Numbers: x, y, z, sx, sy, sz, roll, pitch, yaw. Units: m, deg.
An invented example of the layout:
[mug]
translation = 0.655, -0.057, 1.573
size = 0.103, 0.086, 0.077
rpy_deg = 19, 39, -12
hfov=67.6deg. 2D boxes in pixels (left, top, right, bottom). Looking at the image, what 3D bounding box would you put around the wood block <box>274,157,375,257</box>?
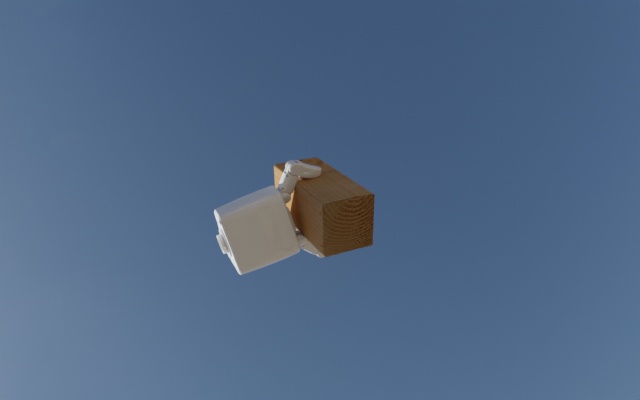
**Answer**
[wood block]
translation = 0.000, 0.002, 0.805
size = 0.090, 0.091, 0.206
rpy_deg = -11, 25, -23
